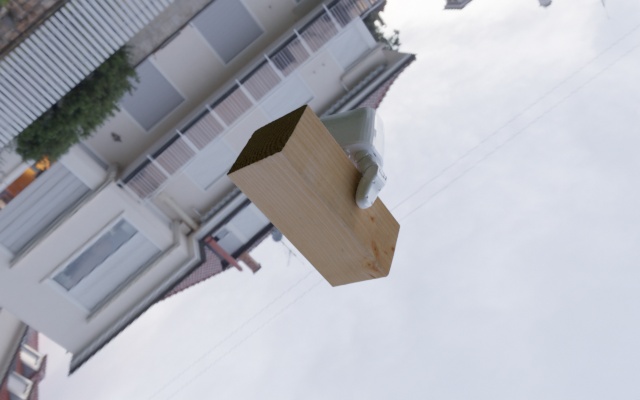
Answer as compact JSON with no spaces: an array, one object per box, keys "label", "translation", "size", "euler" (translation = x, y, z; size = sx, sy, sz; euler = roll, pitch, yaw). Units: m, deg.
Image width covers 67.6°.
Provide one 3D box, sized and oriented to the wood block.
[{"label":"wood block","translation":[0.001,0.002,0.576],"size":[0.091,0.090,0.206],"euler":[-19,-57,37]}]
